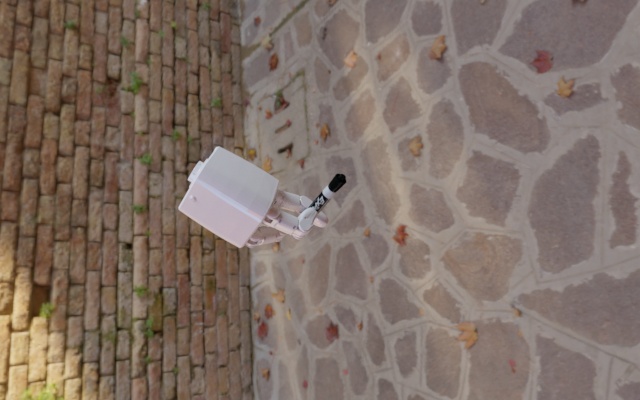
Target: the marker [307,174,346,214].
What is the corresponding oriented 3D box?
[{"bbox_3d":[0.000,0.002,0.708,0.020,0.020,0.121,0,-38,-42],"label":"marker"}]
